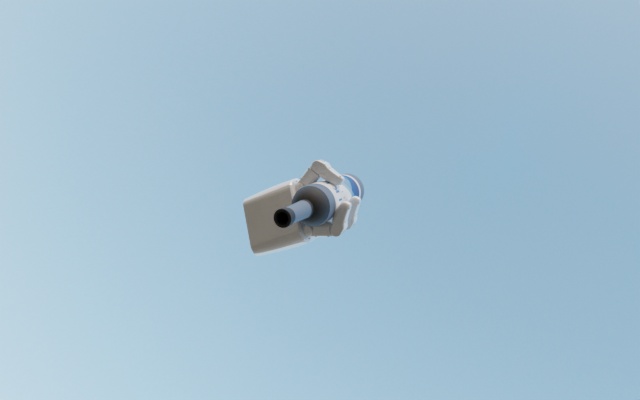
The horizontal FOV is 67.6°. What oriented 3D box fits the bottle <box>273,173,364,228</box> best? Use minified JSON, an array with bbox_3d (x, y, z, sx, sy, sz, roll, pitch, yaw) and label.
[{"bbox_3d":[0.000,0.003,0.790,0.069,0.069,0.295,0,9,21],"label":"bottle"}]
